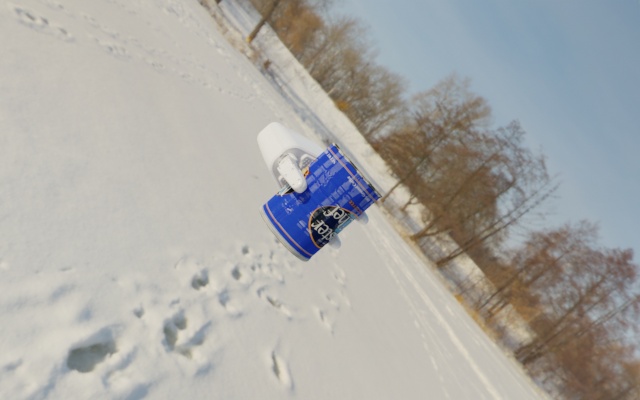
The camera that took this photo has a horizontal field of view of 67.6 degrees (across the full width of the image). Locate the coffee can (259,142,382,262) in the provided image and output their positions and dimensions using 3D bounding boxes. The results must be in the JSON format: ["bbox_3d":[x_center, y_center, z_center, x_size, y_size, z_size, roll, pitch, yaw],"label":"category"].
[{"bbox_3d":[0.000,0.002,0.669,0.140,0.103,0.103,-41,-5,6],"label":"coffee can"}]
